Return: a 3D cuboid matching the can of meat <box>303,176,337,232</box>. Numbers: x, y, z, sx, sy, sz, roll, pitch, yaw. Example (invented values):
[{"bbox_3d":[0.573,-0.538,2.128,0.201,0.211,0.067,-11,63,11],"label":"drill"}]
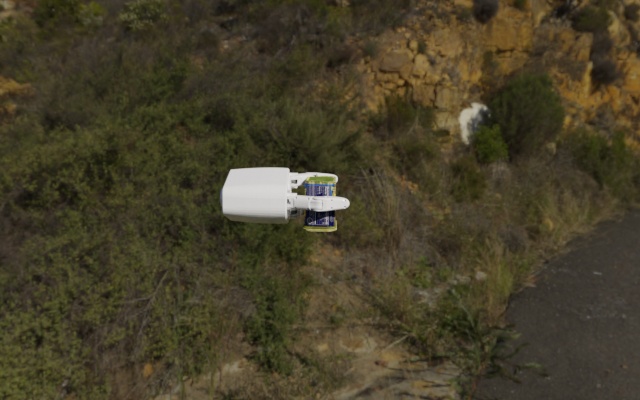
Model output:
[{"bbox_3d":[0.000,0.002,0.827,0.057,0.084,0.102,1,8,2],"label":"can of meat"}]
